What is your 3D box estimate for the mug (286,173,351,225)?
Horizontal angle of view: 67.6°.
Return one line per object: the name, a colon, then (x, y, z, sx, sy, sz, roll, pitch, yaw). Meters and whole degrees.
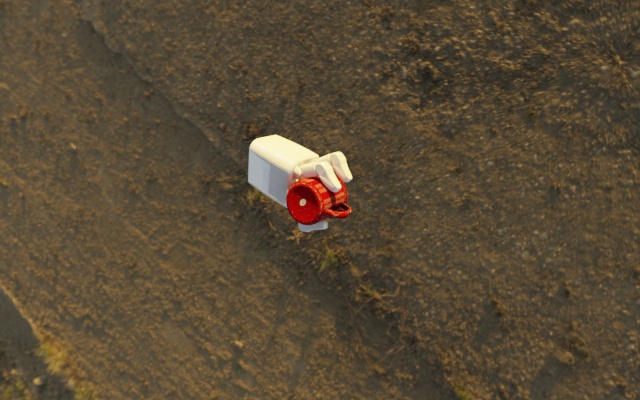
mug: (0.001, 0.004, 0.872, 0.117, 0.093, 0.081, 30, 28, 23)
